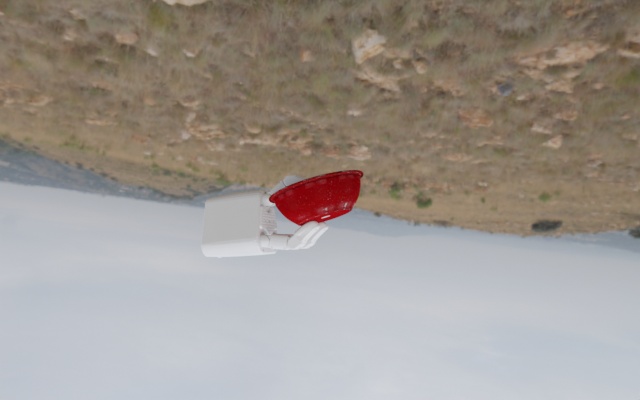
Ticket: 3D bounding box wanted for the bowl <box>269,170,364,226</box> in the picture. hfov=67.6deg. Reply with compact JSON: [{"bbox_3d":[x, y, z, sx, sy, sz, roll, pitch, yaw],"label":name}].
[{"bbox_3d":[0.001,0.003,0.778,0.162,0.055,0.162,-16,-10,-3],"label":"bowl"}]
